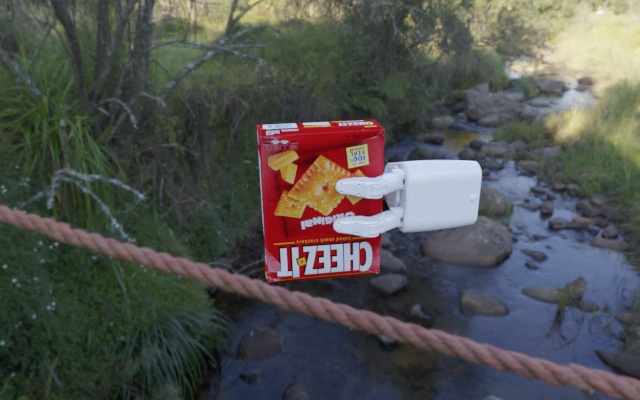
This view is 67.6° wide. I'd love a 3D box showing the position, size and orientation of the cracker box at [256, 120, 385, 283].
[{"bbox_3d":[0.000,0.002,0.660,0.164,0.214,0.072,-3,21,-7],"label":"cracker box"}]
